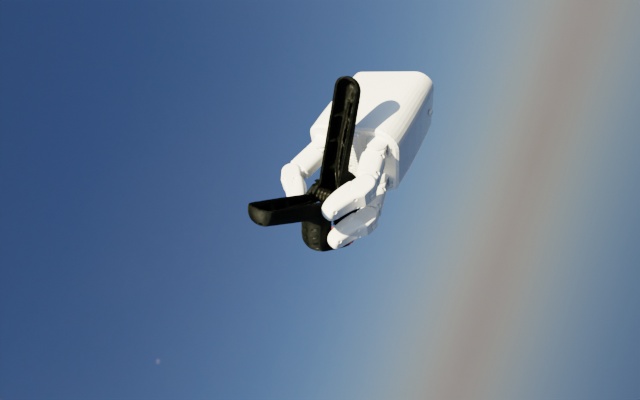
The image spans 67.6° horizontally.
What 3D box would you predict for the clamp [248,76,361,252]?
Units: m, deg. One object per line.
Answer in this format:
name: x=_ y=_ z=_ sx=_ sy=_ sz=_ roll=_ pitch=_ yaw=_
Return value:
clamp: x=0.000 y=0.001 z=0.490 sx=0.036 sy=0.164 sz=0.210 roll=25 pitch=-28 yaw=25
